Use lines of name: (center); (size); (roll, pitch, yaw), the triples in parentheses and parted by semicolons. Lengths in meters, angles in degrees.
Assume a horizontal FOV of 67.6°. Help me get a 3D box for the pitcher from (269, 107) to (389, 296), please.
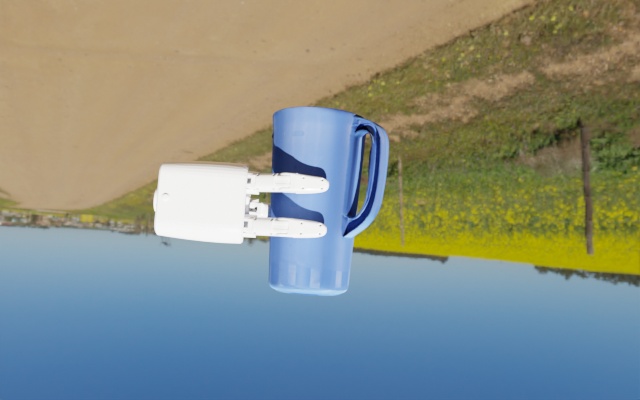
pitcher: (0.000, 0.002, 0.645); (0.145, 0.243, 0.149); (5, -5, -9)
